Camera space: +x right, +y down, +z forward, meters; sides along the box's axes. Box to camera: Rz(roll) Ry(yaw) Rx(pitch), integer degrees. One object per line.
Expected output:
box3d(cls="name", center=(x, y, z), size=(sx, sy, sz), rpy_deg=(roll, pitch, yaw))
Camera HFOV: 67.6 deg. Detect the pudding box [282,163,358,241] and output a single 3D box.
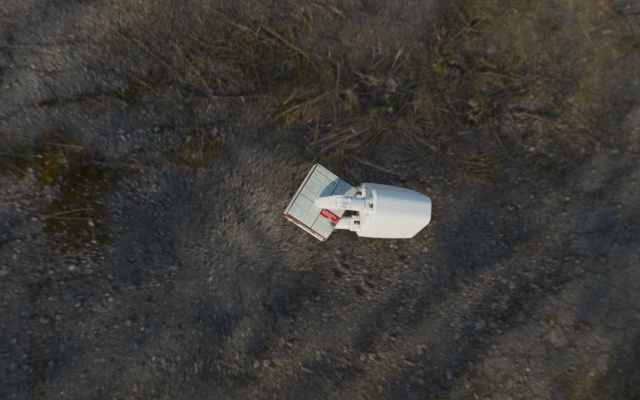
box3d(cls="pudding box", center=(0.000, 0.003, 0.850), size=(0.090, 0.113, 0.039), rpy_deg=(33, -13, -7))
